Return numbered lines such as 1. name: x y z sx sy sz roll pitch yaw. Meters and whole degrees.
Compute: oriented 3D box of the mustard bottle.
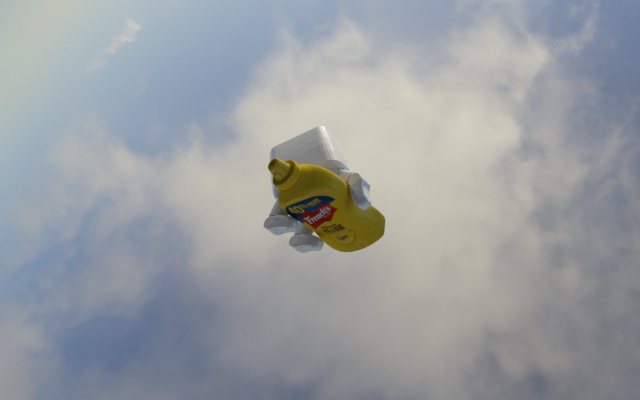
1. mustard bottle: 0.000 0.003 0.658 0.096 0.058 0.192 -19 -45 37
